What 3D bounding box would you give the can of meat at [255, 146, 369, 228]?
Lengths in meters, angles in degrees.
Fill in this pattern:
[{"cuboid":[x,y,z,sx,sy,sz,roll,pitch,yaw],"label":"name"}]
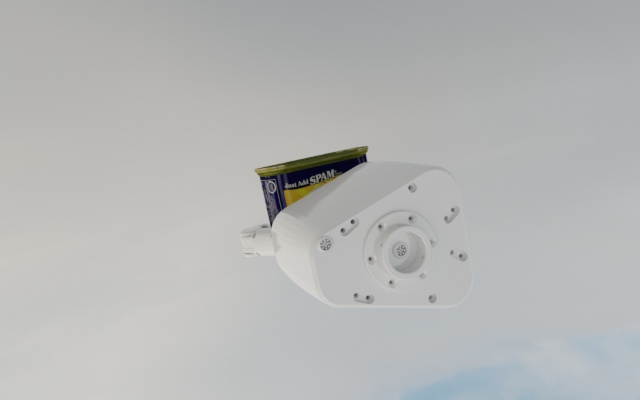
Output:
[{"cuboid":[0.000,0.002,0.435,0.102,0.084,0.057,-14,7,-19],"label":"can of meat"}]
